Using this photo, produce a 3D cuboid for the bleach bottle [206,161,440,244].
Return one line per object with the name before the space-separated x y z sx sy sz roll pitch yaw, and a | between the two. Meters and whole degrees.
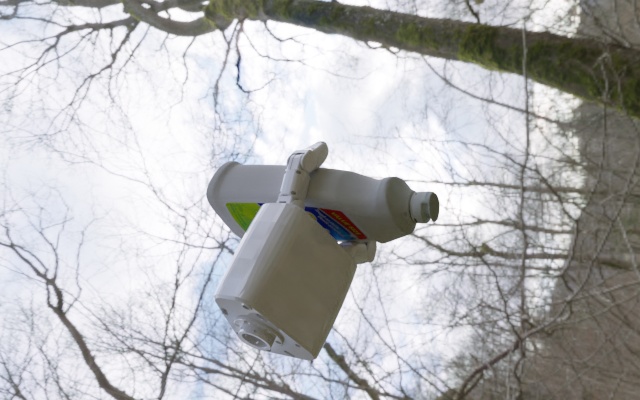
bleach bottle | 0.000 0.002 0.515 0.251 0.068 0.103 -1 -43 34
